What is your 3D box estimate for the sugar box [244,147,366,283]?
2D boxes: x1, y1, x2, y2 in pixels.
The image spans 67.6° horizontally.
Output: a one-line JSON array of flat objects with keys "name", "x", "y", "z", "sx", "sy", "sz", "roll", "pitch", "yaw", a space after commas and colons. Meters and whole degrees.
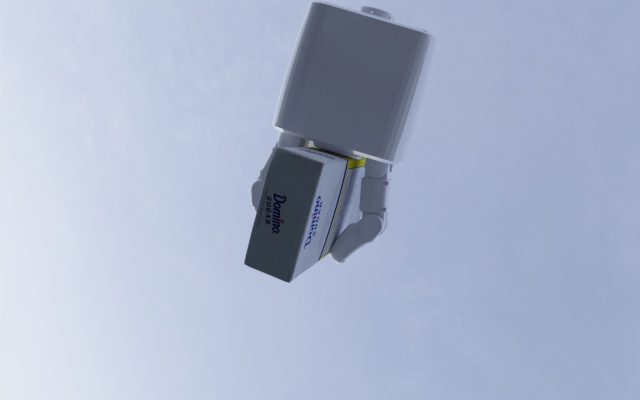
[{"name": "sugar box", "x": 0.000, "y": 0.001, "z": 0.416, "sx": 0.048, "sy": 0.093, "sz": 0.176, "roll": 20, "pitch": 12, "yaw": 18}]
